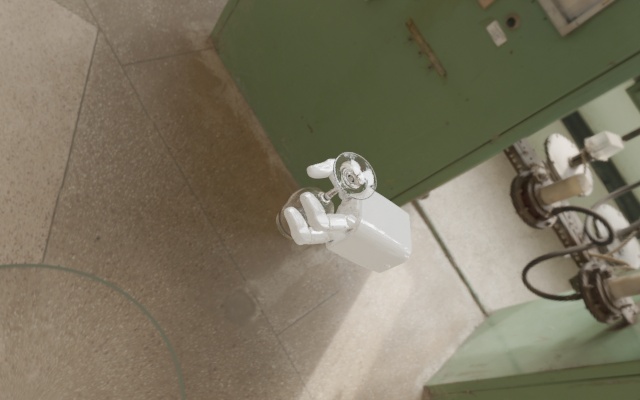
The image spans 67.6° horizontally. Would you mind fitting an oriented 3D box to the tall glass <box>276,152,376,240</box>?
[{"bbox_3d":[0.000,0.002,0.754,0.079,0.079,0.201,0,-22,-33],"label":"tall glass"}]
